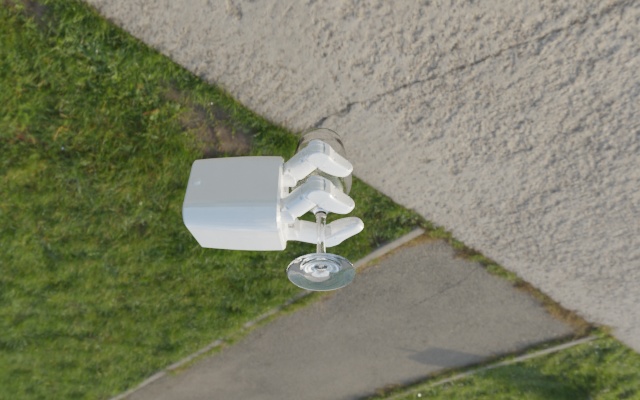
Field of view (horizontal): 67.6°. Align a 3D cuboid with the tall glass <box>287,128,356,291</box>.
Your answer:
[{"bbox_3d":[0.000,0.002,0.573,0.079,0.200,0.079,0,-40,0],"label":"tall glass"}]
